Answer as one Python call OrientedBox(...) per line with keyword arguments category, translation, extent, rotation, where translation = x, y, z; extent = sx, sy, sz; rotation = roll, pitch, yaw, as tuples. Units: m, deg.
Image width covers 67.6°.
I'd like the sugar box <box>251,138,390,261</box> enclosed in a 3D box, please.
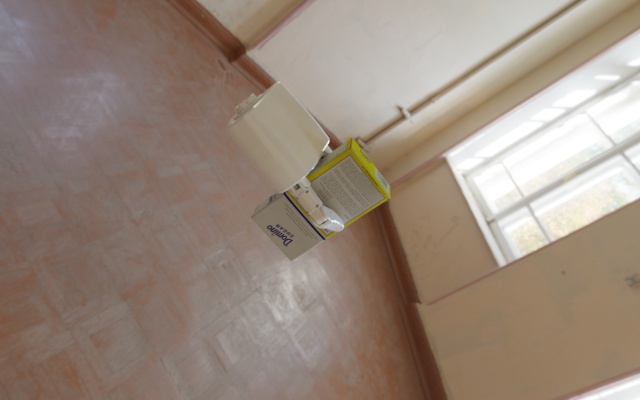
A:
OrientedBox(category="sugar box", translation=(0.000, 0.002, 0.666), extent=(0.176, 0.093, 0.048), rotation=(-32, 19, 22))
